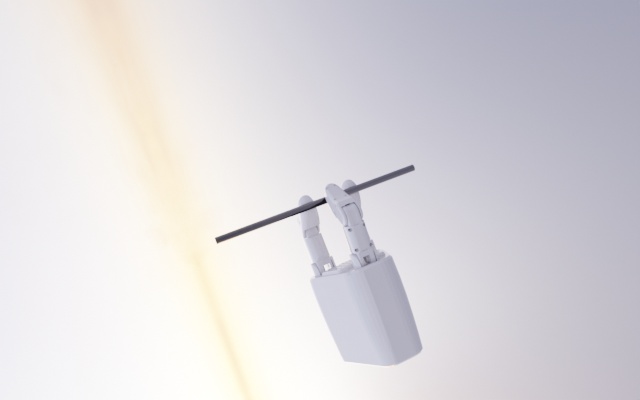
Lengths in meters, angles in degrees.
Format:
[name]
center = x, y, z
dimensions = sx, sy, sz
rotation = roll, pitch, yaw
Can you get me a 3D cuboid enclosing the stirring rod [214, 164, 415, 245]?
[stirring rod]
center = 0.000, 0.002, 0.526
dimensions = 0.239, 0.011, 0.011
rotation = -20, 6, -16
